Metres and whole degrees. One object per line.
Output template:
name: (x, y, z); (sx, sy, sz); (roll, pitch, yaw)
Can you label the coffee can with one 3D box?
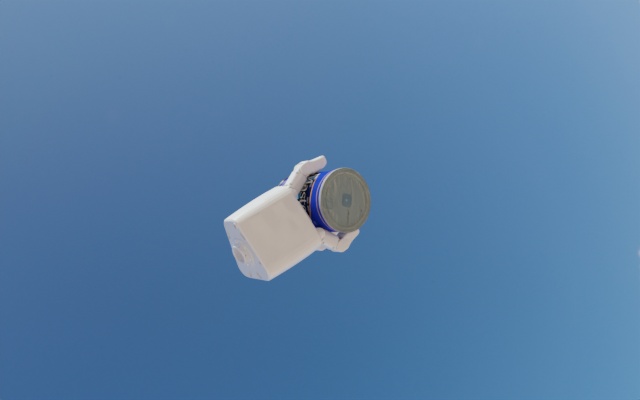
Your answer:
coffee can: (0.000, 0.002, 0.803); (0.103, 0.103, 0.140); (0, -2, -37)
